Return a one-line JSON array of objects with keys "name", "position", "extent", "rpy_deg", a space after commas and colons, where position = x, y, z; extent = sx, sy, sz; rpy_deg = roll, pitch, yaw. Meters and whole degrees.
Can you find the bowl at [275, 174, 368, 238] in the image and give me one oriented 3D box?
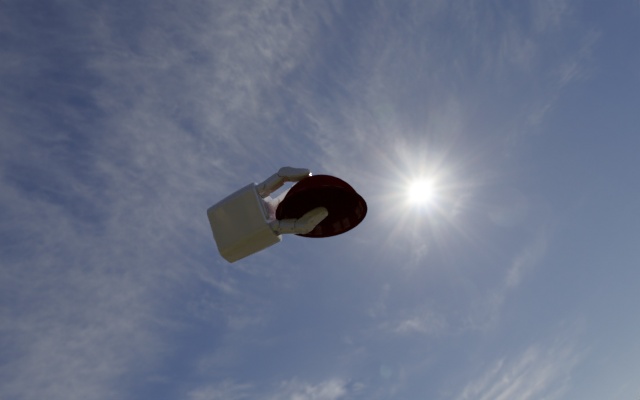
[{"name": "bowl", "position": [0.001, 0.002, 0.849], "extent": [0.162, 0.055, 0.162], "rpy_deg": [-3, -35, -2]}]
